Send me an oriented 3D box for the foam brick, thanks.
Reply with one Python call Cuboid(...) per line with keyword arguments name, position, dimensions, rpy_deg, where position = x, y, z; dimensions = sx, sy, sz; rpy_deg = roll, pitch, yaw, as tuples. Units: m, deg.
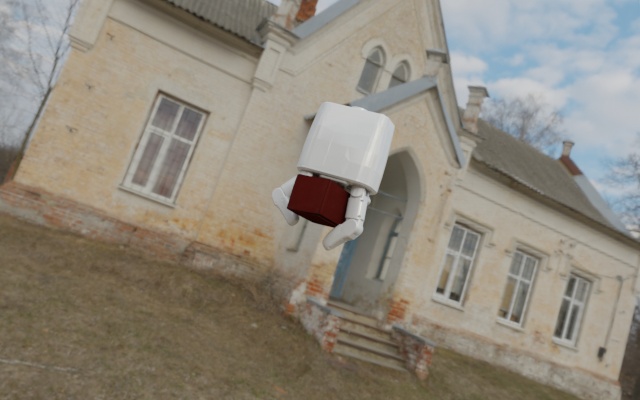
Cuboid(name="foam brick", position=(0.000, 0.002, 0.651), dimensions=(0.053, 0.051, 0.078), rpy_deg=(12, -11, 30))
